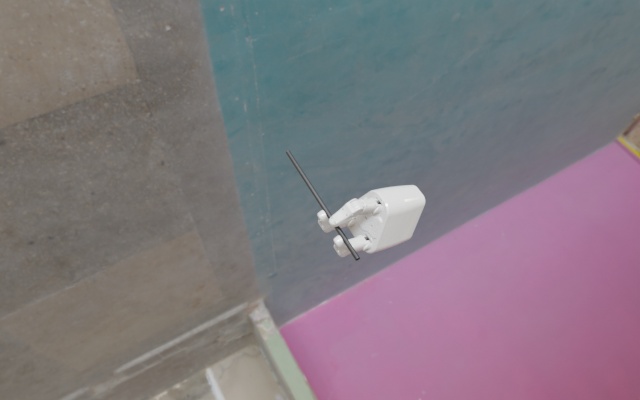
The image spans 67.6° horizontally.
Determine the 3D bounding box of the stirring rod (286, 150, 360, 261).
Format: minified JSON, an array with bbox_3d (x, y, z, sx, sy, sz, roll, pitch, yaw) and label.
[{"bbox_3d":[0.000,0.003,0.809,0.011,0.239,0.011,-26,-27,-14],"label":"stirring rod"}]
